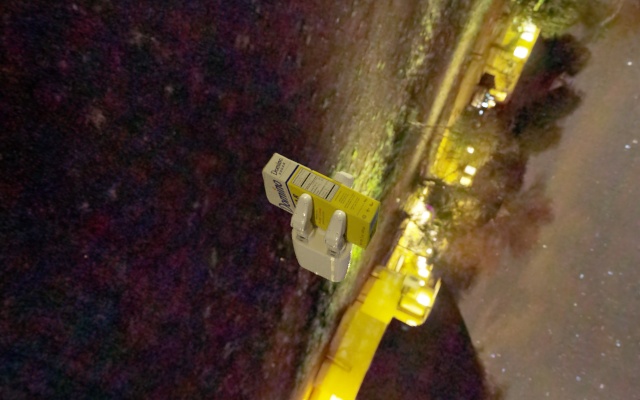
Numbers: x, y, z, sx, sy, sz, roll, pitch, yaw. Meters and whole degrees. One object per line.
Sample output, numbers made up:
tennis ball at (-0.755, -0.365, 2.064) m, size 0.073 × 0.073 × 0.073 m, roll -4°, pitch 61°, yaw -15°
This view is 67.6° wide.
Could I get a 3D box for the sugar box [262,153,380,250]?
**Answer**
sugar box at (0.000, 0.003, 0.714) m, size 0.176 × 0.048 × 0.093 m, roll 23°, pitch -27°, yaw 14°
